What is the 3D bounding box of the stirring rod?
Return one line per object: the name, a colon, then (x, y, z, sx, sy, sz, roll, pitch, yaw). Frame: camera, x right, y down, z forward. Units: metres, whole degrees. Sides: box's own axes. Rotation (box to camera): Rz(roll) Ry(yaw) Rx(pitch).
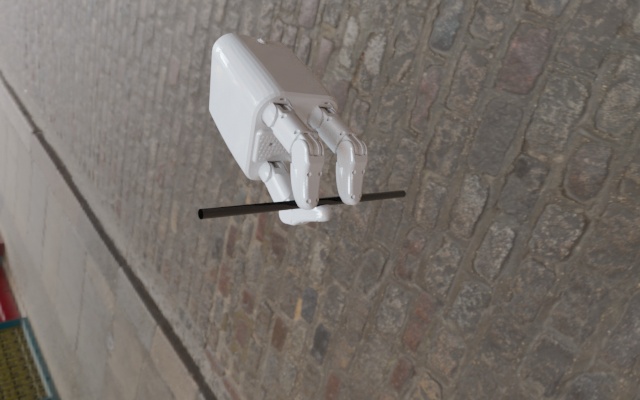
stirring rod: (0.000, 0.001, 0.433, 0.239, 0.011, 0.011, -6, 4, -42)
